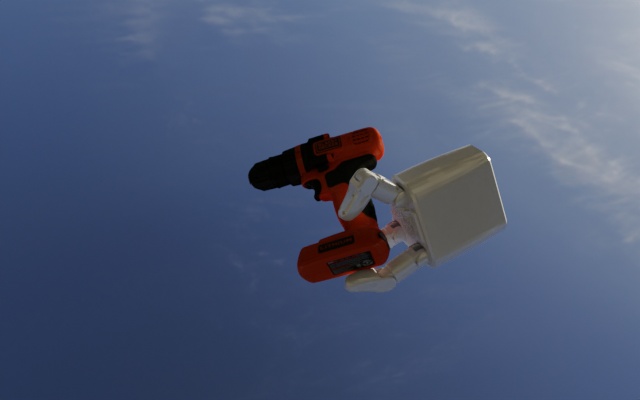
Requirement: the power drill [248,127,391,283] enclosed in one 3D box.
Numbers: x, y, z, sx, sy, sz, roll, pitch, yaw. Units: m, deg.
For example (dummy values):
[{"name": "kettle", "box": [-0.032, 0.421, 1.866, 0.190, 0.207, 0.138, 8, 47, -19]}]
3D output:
[{"name": "power drill", "box": [0.000, 0.002, 0.588, 0.184, 0.187, 0.057, -17, -34, 11]}]
